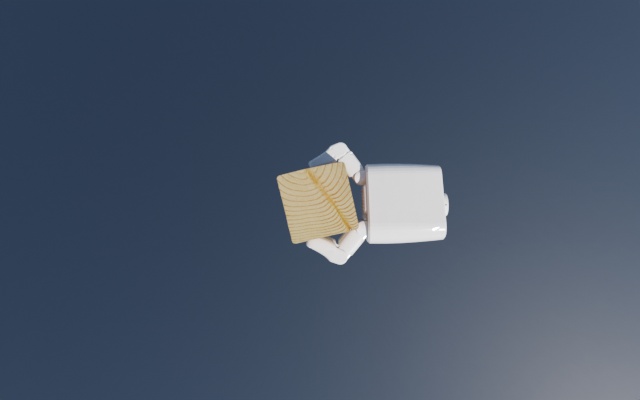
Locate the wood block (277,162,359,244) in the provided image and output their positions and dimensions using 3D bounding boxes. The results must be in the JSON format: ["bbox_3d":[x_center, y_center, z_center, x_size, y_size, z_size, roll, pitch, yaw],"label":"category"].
[{"bbox_3d":[0.000,0.002,0.703,0.090,0.091,0.206,-13,-1,2],"label":"wood block"}]
